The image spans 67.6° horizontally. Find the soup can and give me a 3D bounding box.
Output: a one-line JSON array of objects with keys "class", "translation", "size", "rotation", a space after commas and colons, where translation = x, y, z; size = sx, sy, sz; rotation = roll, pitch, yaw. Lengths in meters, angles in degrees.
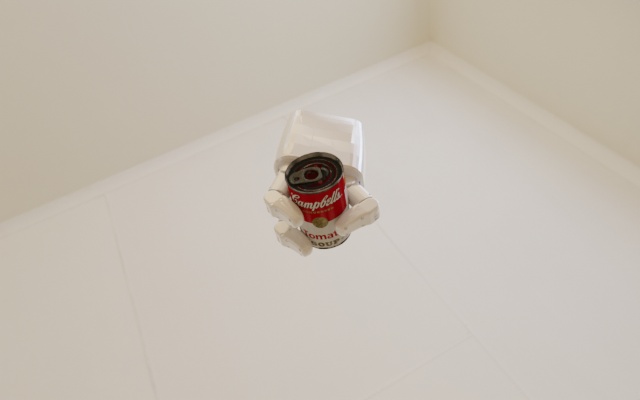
[{"class": "soup can", "translation": [0.000, 0.002, 0.573], "size": [0.068, 0.068, 0.102], "rotation": [0, -44, 12]}]
